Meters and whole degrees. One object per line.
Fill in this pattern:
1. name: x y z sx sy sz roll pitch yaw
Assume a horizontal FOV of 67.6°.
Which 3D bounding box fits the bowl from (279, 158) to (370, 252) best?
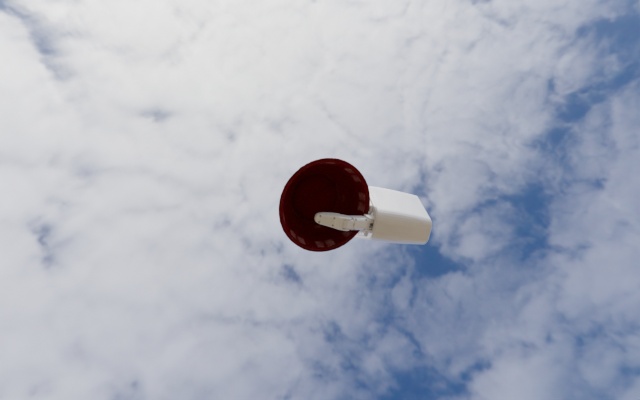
1. bowl: -0.001 0.002 0.807 0.162 0.162 0.055 0 16 -22
